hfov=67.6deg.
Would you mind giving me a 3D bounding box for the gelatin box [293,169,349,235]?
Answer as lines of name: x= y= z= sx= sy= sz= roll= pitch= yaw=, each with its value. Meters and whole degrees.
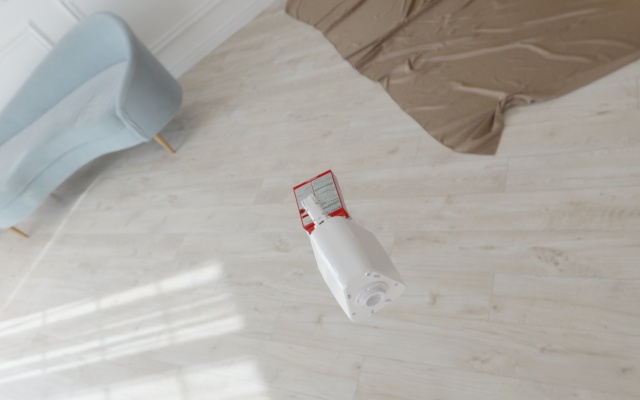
gelatin box: x=0.000 y=0.002 z=0.778 sx=0.073 sy=0.089 sz=0.030 roll=-26 pitch=-38 yaw=12
